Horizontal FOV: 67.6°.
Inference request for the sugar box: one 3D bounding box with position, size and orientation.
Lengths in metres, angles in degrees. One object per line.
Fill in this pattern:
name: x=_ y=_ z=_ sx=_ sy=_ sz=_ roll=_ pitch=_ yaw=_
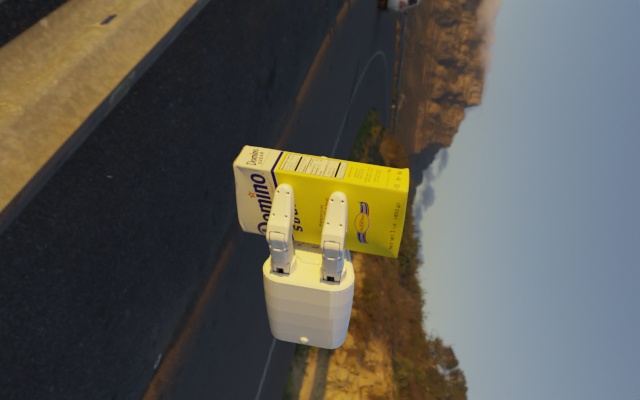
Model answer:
sugar box: x=0.000 y=0.002 z=0.502 sx=0.176 sy=0.093 sz=0.048 roll=7 pitch=38 yaw=8
